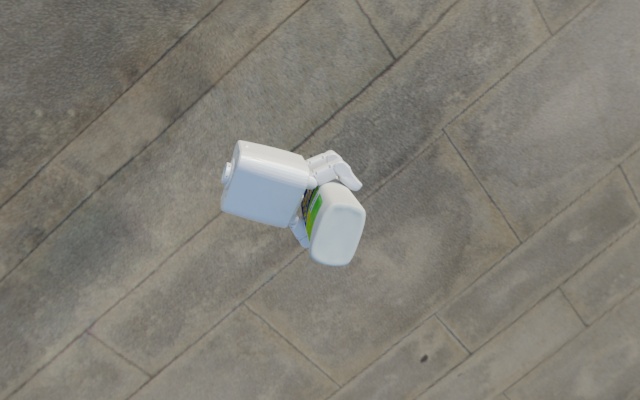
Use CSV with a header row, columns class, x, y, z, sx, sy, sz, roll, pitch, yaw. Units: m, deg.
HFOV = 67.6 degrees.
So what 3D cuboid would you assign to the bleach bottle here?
class,x,y,z,sx,sy,sz,roll,pitch,yaw
bleach bottle,0.000,0.002,0.775,0.068,0.102,0.250,13,18,-18
